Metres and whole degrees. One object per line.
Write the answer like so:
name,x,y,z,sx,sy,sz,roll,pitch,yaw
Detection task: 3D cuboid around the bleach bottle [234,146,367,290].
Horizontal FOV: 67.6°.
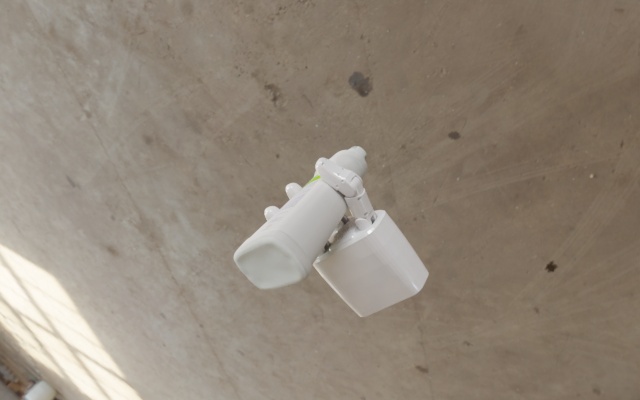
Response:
bleach bottle,0.000,0.002,0.603,0.102,0.068,0.250,-26,18,45
